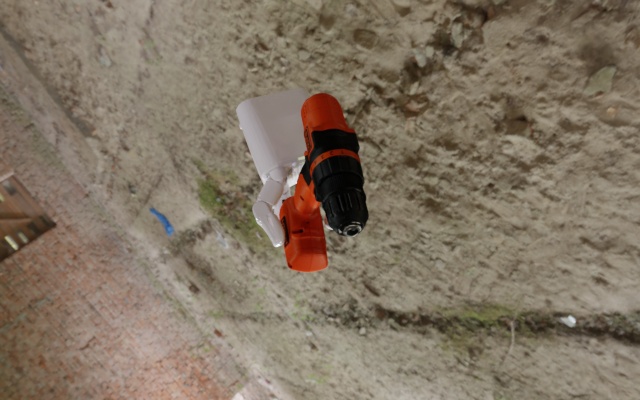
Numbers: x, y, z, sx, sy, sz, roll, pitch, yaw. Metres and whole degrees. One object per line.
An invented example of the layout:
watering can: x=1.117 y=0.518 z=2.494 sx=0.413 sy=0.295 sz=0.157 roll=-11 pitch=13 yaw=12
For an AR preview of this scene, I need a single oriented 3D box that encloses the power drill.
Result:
power drill: x=0.000 y=0.002 z=0.542 sx=0.057 sy=0.184 sz=0.188 roll=3 pitch=-40 yaw=-16
